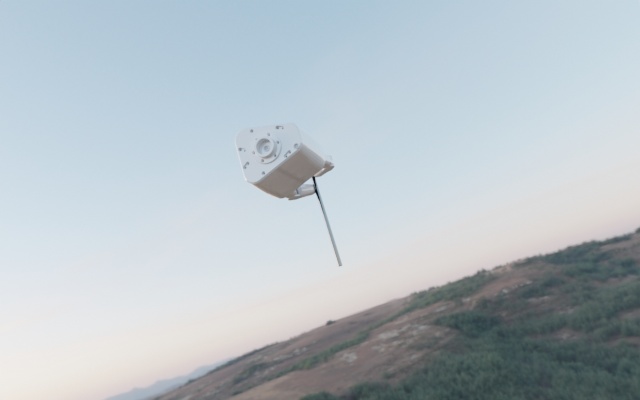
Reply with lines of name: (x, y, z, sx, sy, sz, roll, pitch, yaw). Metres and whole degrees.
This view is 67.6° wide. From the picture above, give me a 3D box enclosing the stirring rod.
stirring rod: (0.000, 0.003, 0.859, 0.011, 0.239, 0.011, -16, -15, -5)
